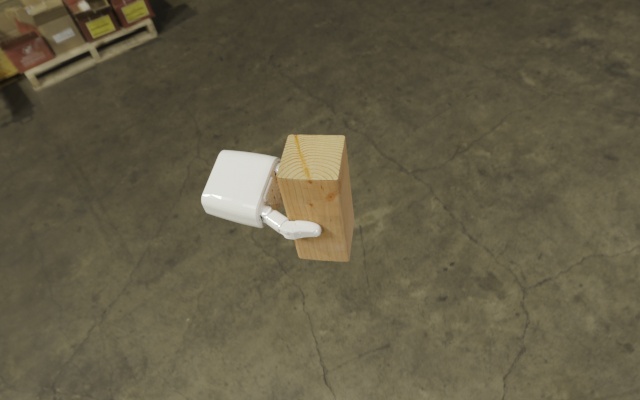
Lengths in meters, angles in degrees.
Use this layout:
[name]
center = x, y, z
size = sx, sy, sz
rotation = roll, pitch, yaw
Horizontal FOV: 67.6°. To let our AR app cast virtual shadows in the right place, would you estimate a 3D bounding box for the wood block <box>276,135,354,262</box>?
[wood block]
center = 0.000, 0.003, 0.760
size = 0.090, 0.090, 0.206
rotation = 3, -39, 11
